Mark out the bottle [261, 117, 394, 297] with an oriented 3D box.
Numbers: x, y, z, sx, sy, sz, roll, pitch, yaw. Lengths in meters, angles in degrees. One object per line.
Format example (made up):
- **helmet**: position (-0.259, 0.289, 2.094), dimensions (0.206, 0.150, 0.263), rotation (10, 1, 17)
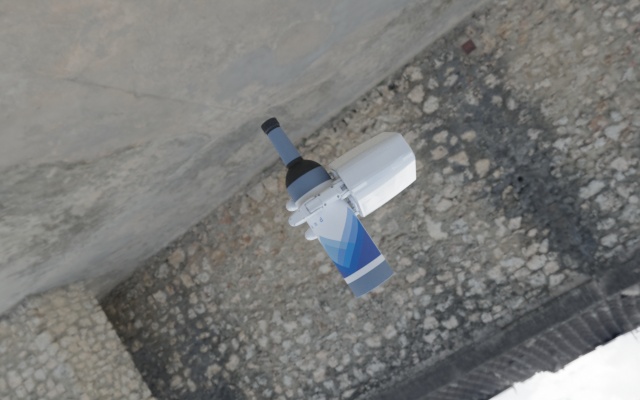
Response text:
- **bottle**: position (0.000, 0.003, 0.717), dimensions (0.069, 0.295, 0.069), rotation (-33, -6, -4)
